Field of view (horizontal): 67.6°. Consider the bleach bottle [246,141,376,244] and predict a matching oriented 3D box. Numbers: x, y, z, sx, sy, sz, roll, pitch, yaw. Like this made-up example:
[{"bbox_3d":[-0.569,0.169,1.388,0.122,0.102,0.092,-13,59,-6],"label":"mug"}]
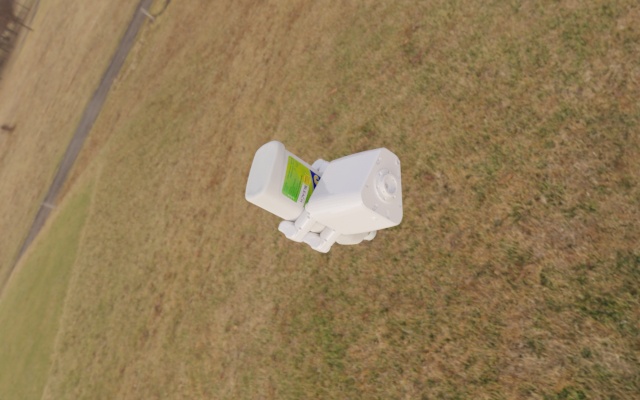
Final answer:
[{"bbox_3d":[0.000,0.003,0.791,0.251,0.102,0.068,27,-27,-35],"label":"bleach bottle"}]
